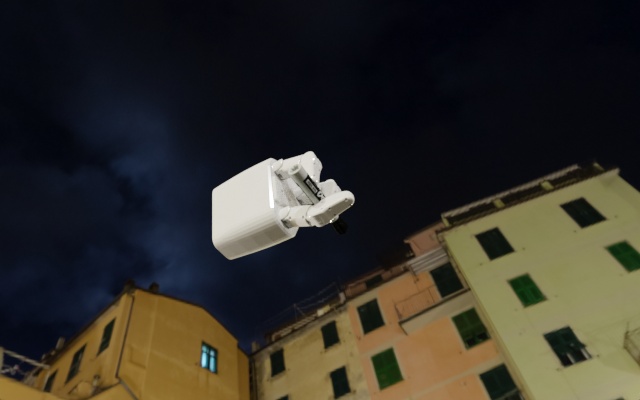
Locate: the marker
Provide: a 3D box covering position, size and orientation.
[{"bbox_3d":[0.000,0.002,0.600,0.020,0.020,0.121,0,-41,43],"label":"marker"}]
